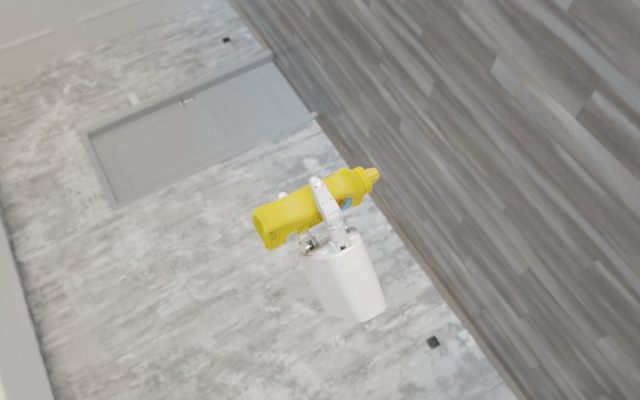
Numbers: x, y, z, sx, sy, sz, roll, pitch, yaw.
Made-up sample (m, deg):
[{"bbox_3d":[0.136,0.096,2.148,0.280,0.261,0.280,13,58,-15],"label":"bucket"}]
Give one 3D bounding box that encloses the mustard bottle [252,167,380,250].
[{"bbox_3d":[0.000,0.002,0.676,0.191,0.058,0.096,-26,-15,-14],"label":"mustard bottle"}]
